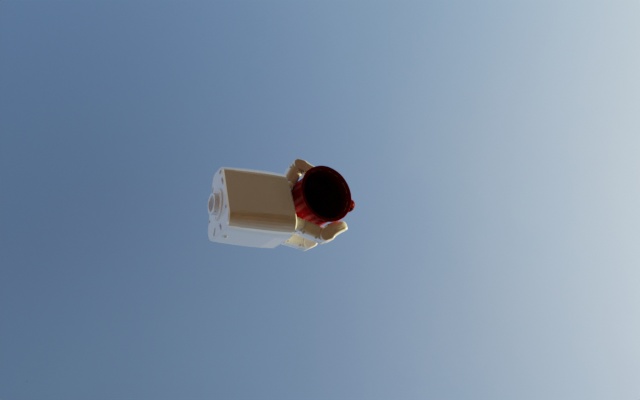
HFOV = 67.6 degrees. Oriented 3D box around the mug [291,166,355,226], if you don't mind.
[{"bbox_3d":[0.001,0.003,0.783,0.117,0.093,0.081,10,-23,-30],"label":"mug"}]
